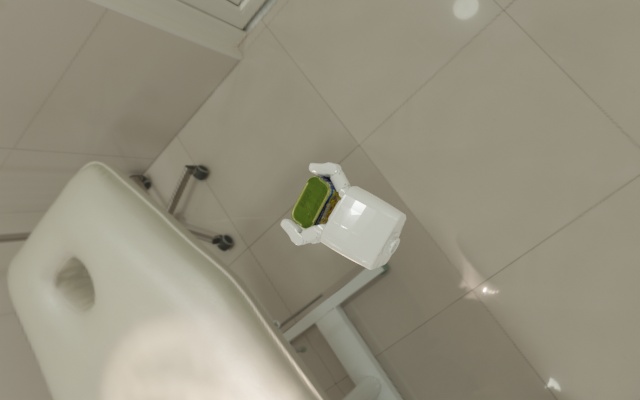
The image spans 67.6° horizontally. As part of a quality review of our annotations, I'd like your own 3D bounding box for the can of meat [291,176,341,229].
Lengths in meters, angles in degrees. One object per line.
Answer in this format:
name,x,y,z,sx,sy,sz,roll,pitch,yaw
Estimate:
can of meat,0.000,0.003,0.885,0.057,0.102,0.084,34,16,22
